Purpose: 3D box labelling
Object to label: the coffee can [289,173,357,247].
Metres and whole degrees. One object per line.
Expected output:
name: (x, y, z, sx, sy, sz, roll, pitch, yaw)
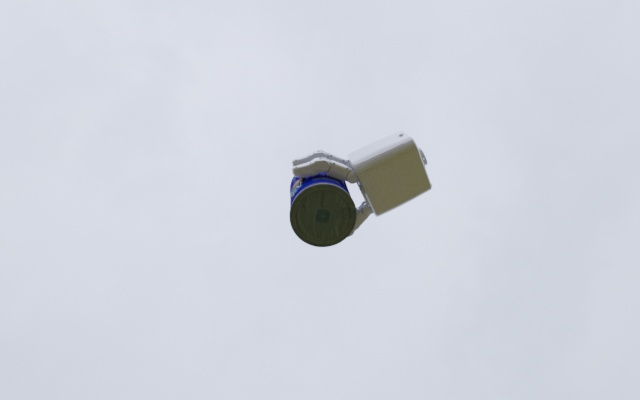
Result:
coffee can: (0.000, 0.003, 0.788, 0.103, 0.103, 0.140, 0, 18, -4)
